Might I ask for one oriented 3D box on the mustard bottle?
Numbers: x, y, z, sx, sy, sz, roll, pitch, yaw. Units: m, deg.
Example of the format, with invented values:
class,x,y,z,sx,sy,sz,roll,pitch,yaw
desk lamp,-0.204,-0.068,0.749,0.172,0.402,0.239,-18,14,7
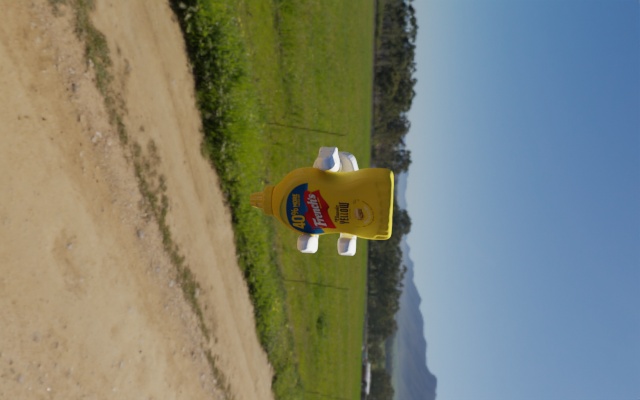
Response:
class,x,y,z,sx,sy,sz,roll,pitch,yaw
mustard bottle,0.000,0.002,0.641,0.191,0.096,0.058,2,34,9
